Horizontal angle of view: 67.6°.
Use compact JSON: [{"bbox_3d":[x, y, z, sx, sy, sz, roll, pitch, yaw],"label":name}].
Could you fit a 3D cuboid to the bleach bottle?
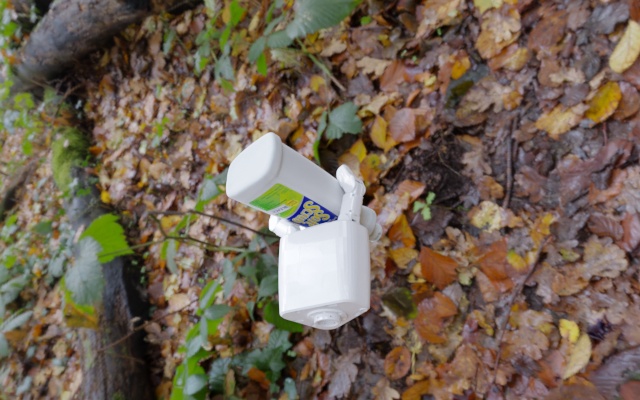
[{"bbox_3d":[0.000,0.002,0.661,0.251,0.068,0.102,27,-40,-36],"label":"bleach bottle"}]
